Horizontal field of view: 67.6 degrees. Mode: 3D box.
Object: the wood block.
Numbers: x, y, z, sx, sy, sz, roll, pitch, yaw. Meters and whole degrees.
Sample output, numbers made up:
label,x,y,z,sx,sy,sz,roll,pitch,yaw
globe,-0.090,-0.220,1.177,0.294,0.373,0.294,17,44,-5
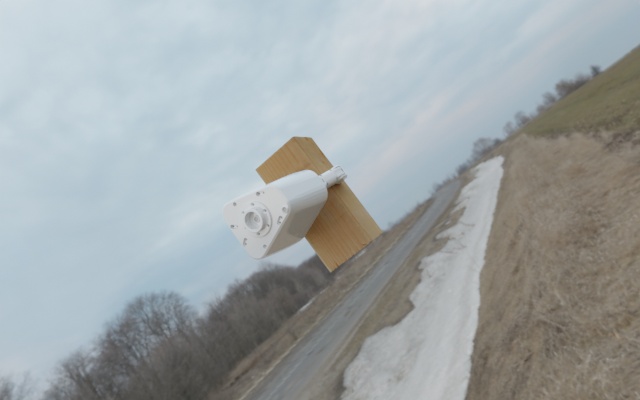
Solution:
label,x,y,z,sx,sy,sz,roll,pitch,yaw
wood block,0.000,0.002,0.791,0.091,0.206,0.090,-39,-7,18
